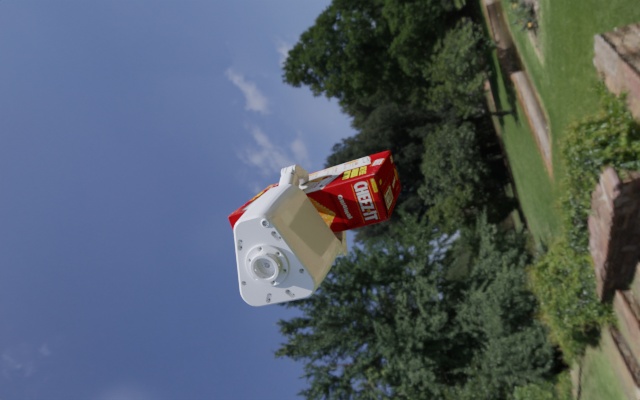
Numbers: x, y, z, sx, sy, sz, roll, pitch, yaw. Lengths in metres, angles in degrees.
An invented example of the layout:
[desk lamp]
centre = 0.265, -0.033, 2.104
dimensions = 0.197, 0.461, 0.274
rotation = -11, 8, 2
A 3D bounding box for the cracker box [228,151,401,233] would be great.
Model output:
[cracker box]
centre = 0.000, 0.002, 0.691
dimensions = 0.214, 0.072, 0.164
rotation = -15, 12, 19
